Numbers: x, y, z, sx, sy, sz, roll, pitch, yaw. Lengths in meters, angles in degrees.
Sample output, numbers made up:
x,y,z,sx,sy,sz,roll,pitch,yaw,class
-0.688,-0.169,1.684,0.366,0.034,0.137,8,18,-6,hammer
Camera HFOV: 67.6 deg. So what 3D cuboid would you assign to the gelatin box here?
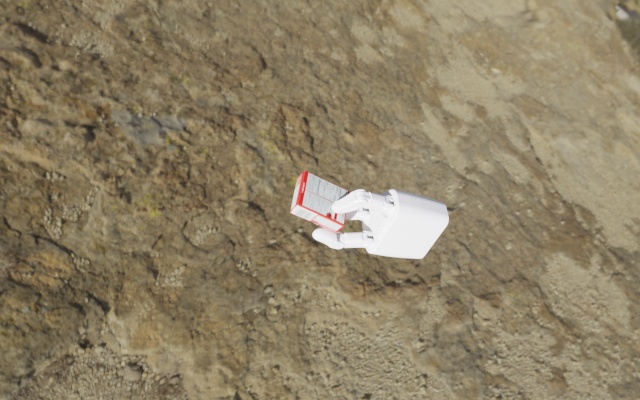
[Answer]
x,y,z,sx,sy,sz,roll,pitch,yaw,class
0.000,0.002,0.772,0.089,0.073,0.030,25,-40,-19,gelatin box
